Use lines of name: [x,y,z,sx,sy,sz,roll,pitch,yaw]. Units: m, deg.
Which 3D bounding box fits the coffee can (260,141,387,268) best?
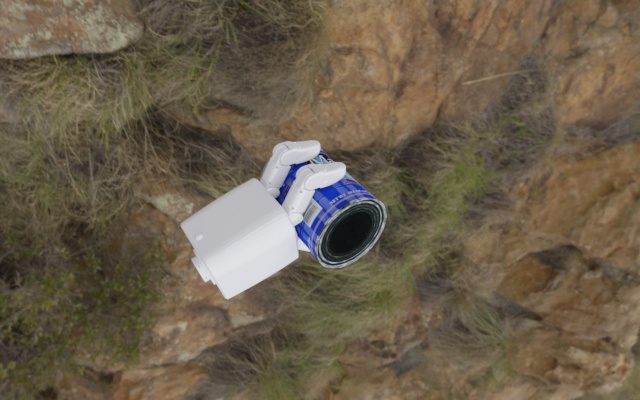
coffee can: [0.000,0.002,0.605,0.103,0.103,0.140,0,33,-40]
